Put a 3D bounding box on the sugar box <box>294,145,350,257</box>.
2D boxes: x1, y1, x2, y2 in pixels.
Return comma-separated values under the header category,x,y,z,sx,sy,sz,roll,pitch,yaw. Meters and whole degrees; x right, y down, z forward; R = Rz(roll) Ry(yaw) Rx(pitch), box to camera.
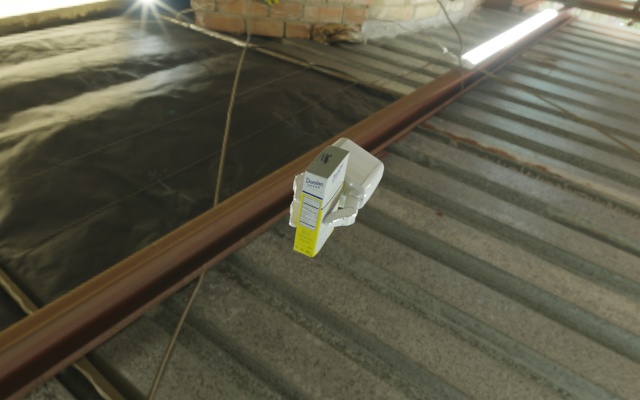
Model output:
category,x,y,z,sx,sy,sz,roll,pitch,yaw
sugar box,0.000,0.002,0.808,0.048,0.176,0.093,20,39,16
